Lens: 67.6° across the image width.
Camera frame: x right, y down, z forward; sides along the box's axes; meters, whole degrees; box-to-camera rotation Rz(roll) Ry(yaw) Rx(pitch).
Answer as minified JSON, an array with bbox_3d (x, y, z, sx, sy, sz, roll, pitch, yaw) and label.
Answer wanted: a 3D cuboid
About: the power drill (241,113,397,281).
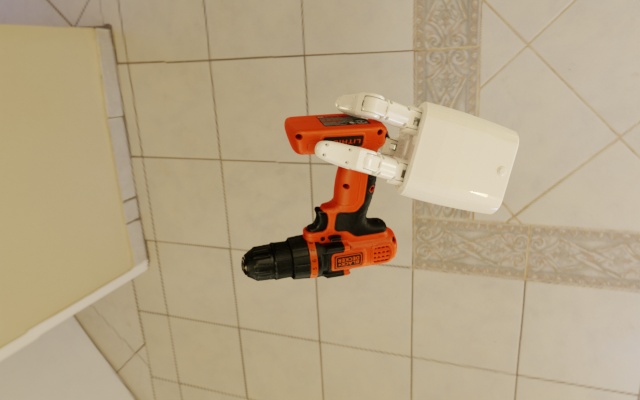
[{"bbox_3d":[0.000,0.001,0.527,0.184,0.188,0.057,-8,29,-15],"label":"power drill"}]
